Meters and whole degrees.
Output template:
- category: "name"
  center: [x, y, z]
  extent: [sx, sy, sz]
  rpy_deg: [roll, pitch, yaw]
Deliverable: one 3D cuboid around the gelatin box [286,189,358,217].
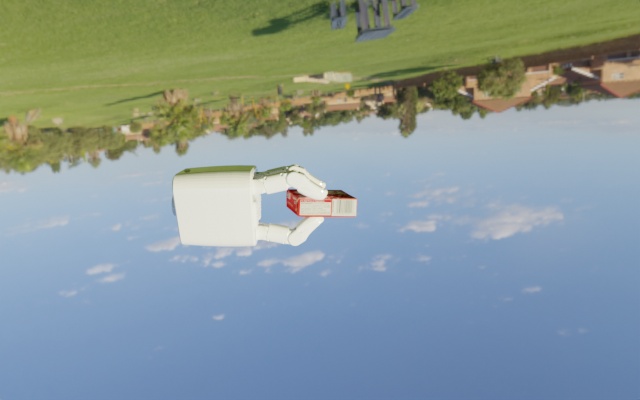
- category: "gelatin box"
  center: [0.000, 0.003, 0.694]
  extent: [0.089, 0.030, 0.073]
  rpy_deg: [1, 10, -16]
